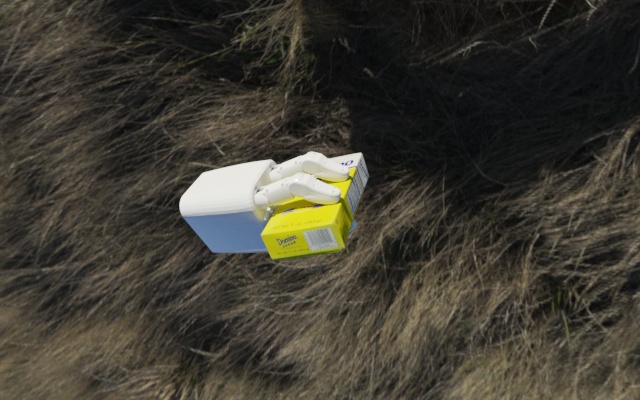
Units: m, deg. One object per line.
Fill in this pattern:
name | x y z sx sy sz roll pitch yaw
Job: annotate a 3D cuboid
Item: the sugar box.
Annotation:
sugar box | 0.000 0.002 0.605 0.093 0.048 0.176 -10 30 21
